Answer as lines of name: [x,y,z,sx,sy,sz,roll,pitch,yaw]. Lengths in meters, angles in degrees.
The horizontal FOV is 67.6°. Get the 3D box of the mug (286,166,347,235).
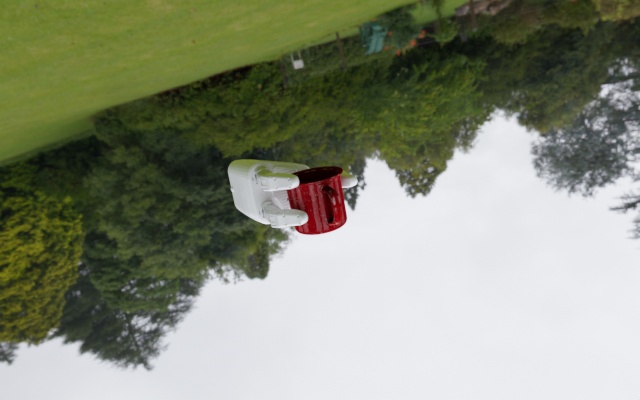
mug: [0.001,0.003,0.700,0.093,0.081,0.117,-18,18,-25]
